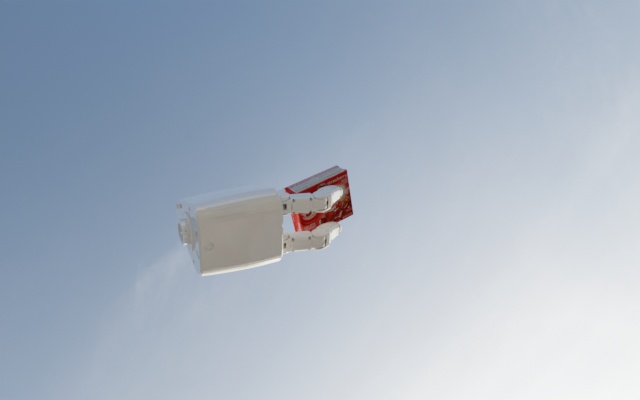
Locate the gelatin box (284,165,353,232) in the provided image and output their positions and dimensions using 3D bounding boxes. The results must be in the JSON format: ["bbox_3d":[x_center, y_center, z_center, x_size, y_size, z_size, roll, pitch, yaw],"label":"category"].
[{"bbox_3d":[0.000,0.002,0.662,0.089,0.073,0.030,-26,33,-25],"label":"gelatin box"}]
